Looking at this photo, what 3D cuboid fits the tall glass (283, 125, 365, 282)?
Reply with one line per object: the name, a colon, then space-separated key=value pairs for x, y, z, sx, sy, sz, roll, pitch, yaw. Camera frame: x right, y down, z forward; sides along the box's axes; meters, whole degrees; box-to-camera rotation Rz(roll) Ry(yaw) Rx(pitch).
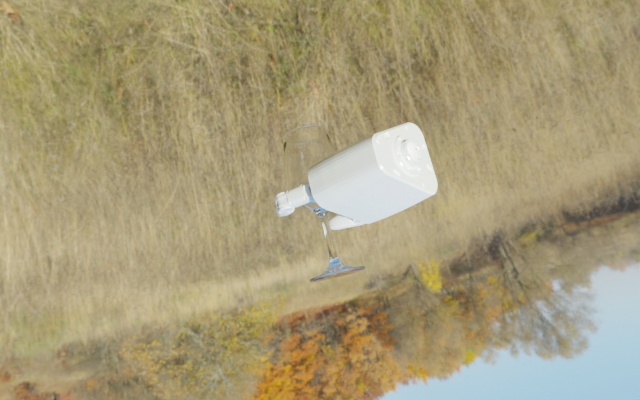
tall glass: x=0.000 y=0.003 z=0.641 sx=0.079 sy=0.201 sz=0.079 roll=-13 pitch=-13 yaw=-3
